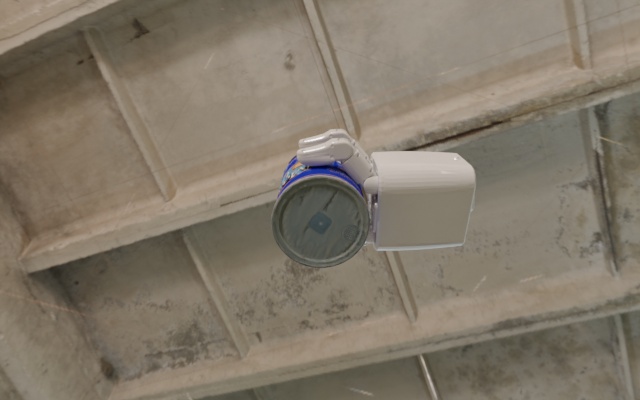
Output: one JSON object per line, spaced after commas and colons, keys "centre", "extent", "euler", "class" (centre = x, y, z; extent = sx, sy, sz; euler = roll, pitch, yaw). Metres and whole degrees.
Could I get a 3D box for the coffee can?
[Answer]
{"centre": [0.000, 0.002, 0.559], "extent": [0.103, 0.103, 0.140], "euler": [0, 19, 0], "class": "coffee can"}
